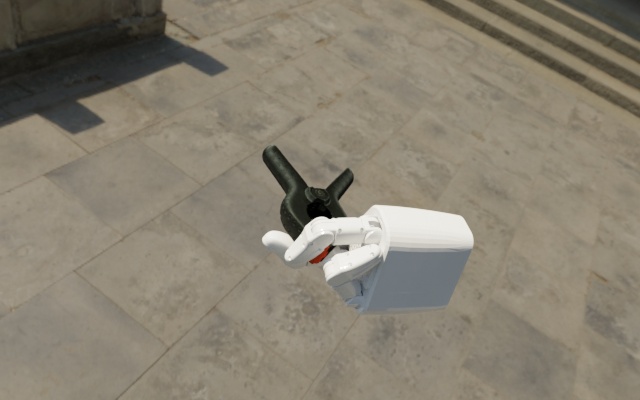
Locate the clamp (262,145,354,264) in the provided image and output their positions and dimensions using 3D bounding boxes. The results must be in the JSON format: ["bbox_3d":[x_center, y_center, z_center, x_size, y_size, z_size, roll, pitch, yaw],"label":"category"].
[{"bbox_3d":[0.000,0.001,0.551,0.120,0.171,0.039,5,-46,-21],"label":"clamp"}]
